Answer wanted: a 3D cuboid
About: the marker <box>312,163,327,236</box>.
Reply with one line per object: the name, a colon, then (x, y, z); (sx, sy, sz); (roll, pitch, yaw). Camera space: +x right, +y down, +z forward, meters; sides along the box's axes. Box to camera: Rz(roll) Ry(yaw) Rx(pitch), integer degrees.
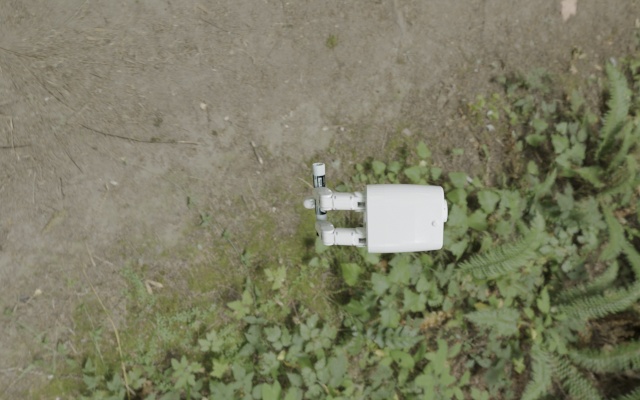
marker: (0.000, 0.002, 0.736); (0.020, 0.121, 0.020); (-3, 20, 1)
